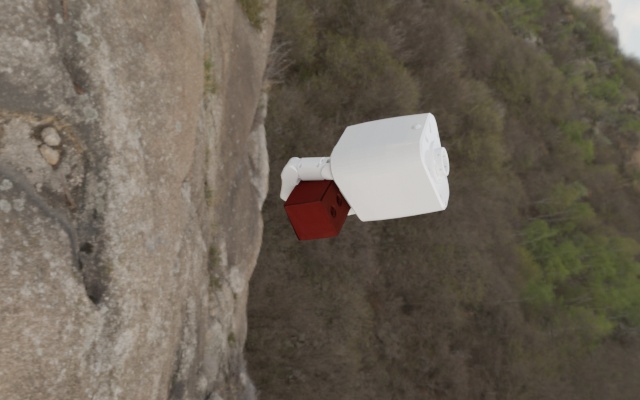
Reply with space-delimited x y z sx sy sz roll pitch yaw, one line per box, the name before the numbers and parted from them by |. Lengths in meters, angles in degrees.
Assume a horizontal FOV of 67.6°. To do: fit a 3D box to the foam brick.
foam brick | 0.000 0.002 0.566 0.051 0.053 0.078 -7 33 27
